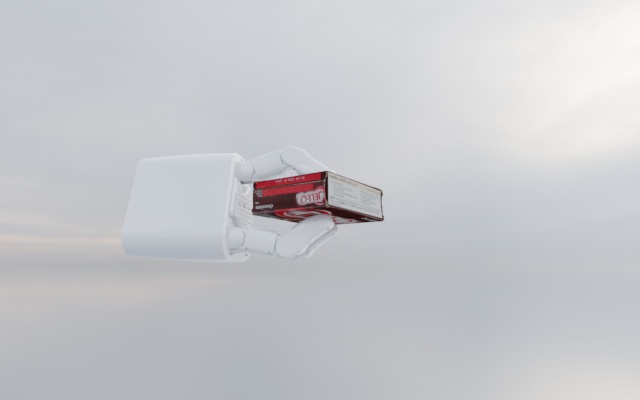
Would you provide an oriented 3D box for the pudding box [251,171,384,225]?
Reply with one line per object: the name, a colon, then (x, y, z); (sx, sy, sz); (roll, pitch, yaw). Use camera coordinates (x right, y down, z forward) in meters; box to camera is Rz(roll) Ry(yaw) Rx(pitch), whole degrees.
pudding box: (0.000, 0.001, 0.485); (0.090, 0.039, 0.113); (-5, -10, 34)
